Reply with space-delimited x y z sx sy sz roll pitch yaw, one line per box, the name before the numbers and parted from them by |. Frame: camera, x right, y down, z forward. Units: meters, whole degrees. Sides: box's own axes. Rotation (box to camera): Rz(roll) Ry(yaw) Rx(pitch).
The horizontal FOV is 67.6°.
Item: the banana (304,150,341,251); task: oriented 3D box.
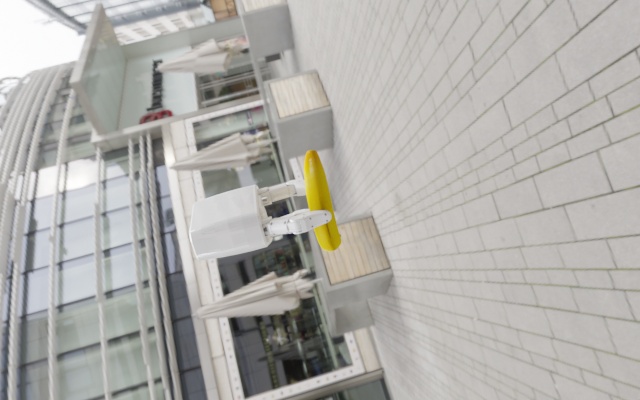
banana | 0.003 0.017 0.733 0.037 0.198 0.069 -13 42 3
